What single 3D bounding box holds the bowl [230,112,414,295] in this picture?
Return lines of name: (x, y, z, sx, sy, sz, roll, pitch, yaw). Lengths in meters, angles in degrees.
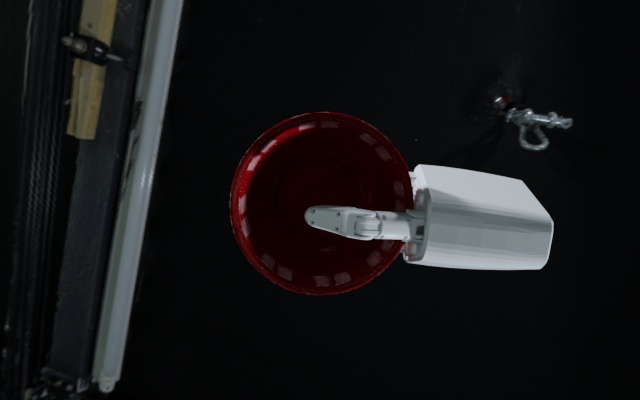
bowl: (-0.001, 0.001, 0.439, 0.162, 0.162, 0.055, 0, 9, -7)
